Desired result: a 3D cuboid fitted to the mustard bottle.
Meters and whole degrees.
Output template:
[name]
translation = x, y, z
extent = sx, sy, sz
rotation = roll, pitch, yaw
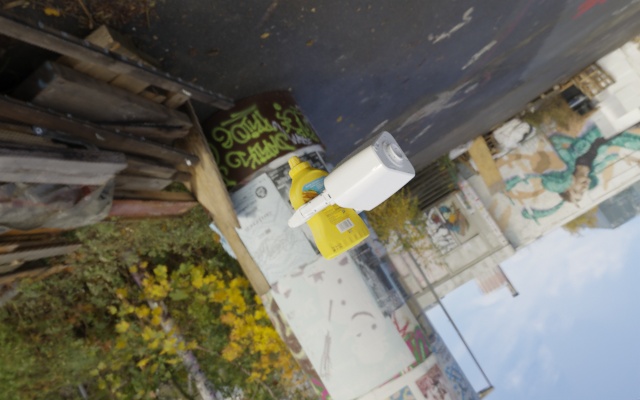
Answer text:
[mustard bottle]
translation = 0.000, 0.003, 0.845
extent = 0.096, 0.191, 0.058
rotation = -26, -11, -34
